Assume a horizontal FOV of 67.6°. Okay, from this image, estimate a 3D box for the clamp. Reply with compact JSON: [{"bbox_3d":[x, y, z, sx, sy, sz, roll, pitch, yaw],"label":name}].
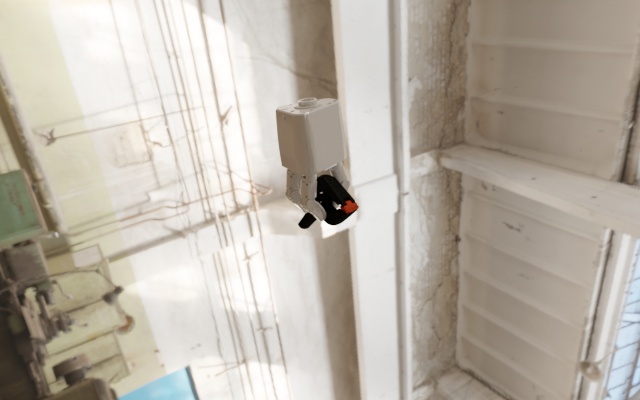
[{"bbox_3d":[0.001,0.003,0.890,0.036,0.165,0.210,-19,26,-27],"label":"clamp"}]
